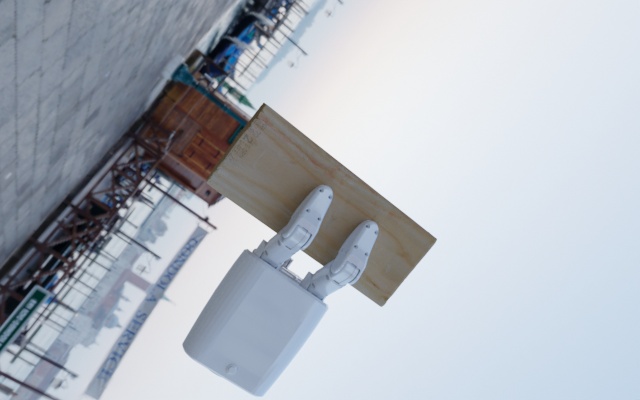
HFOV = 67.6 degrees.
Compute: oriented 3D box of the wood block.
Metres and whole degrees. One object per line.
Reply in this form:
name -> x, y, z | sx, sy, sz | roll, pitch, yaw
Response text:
wood block -> 0.000, 0.002, 0.478 | 0.206, 0.090, 0.091 | 37, 4, -15
